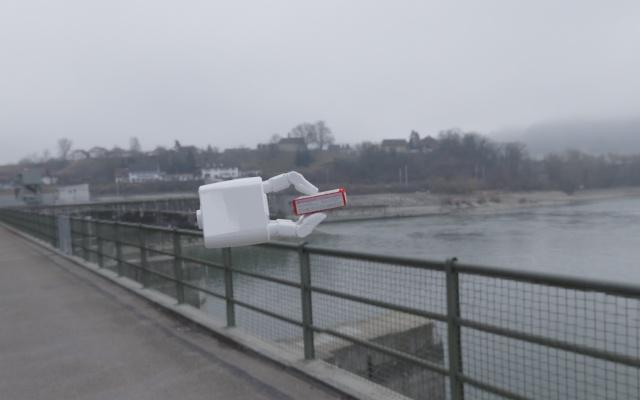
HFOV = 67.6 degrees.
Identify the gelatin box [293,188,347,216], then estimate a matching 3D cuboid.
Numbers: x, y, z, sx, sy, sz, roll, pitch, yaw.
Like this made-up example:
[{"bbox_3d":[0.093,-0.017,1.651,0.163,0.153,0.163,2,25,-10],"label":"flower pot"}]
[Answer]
[{"bbox_3d":[0.000,0.002,0.833,0.089,0.030,0.073,-12,3,5],"label":"gelatin box"}]
